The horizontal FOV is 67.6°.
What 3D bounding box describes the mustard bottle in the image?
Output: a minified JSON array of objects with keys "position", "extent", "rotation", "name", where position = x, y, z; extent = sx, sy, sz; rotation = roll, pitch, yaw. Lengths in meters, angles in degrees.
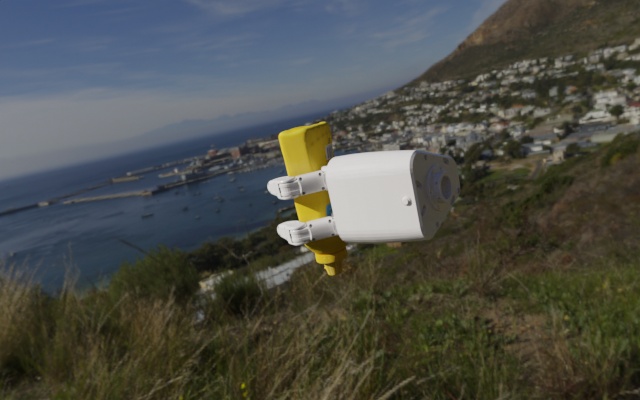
[{"position":[0.000,0.002,0.597],"extent":[0.058,0.192,0.096],"rotation":[-9,11,16],"name":"mustard bottle"}]
